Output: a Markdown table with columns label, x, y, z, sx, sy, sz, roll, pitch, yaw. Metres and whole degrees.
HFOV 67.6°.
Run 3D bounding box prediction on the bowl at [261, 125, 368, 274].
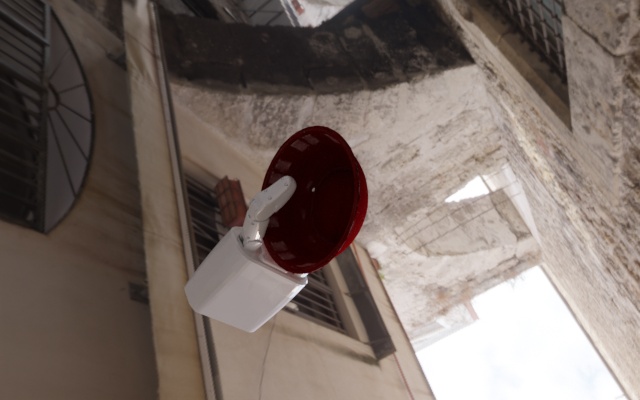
| label | x | y | z | sx | sy | sz | roll | pitch | yaw |
| --- | --- | --- | --- | --- | --- | --- | --- | --- | --- |
| bowl | 0.001 | 0.001 | 0.531 | 0.055 | 0.162 | 0.162 | 11 | -8 | -42 |
